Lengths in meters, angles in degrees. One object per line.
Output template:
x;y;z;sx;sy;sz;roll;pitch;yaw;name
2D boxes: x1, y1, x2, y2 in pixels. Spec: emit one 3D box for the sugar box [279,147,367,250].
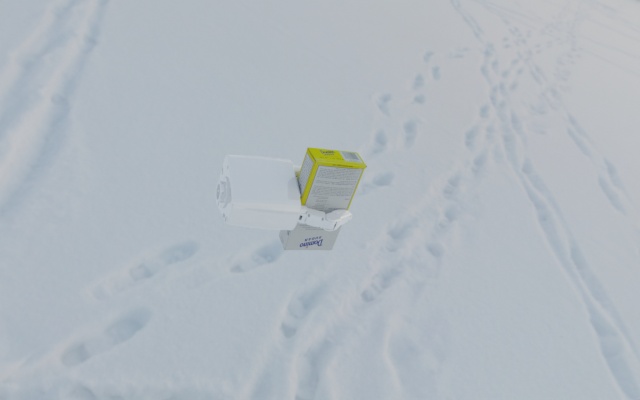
0.000;0.002;0.774;0.093;0.176;0.048;4;37;-27;sugar box
